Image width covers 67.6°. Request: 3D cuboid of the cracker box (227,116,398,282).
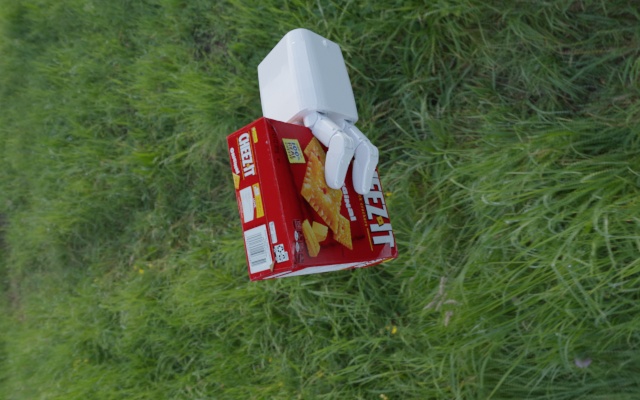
[{"bbox_3d":[0.000,0.002,0.574,0.072,0.164,0.214,-20,-15,36],"label":"cracker box"}]
